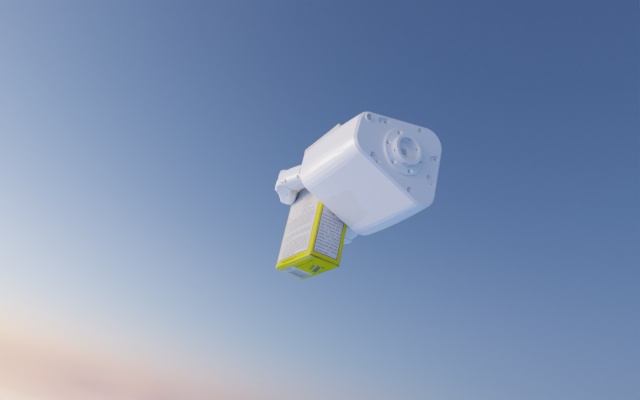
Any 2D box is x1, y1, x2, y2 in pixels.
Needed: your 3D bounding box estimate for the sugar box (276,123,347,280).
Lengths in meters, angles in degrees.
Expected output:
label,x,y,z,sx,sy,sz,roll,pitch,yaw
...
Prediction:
label,x,y,z,sx,sy,sz,roll,pitch,yaw
sugar box,0.001,0.002,0.586,0.048,0.176,0.093,27,-29,-21
